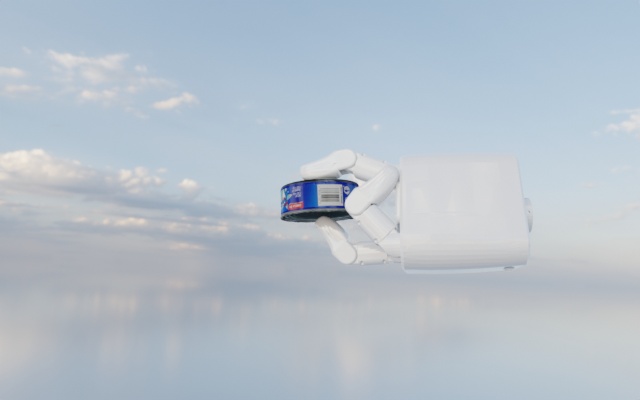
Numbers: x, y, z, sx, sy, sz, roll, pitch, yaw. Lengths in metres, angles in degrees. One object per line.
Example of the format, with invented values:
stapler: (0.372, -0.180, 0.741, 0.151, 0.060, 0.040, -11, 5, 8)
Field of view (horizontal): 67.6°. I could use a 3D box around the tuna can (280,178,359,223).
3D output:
tuna can: (0.000, 0.001, 0.504, 0.086, 0.033, 0.086, -2, -10, 0)
